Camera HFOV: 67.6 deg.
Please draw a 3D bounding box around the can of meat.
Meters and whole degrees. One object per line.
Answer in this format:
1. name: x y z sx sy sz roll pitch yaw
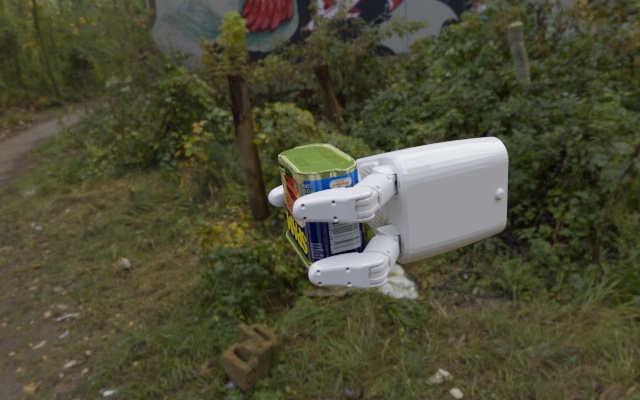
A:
1. can of meat: 0.000 0.001 0.420 0.057 0.084 0.102 -12 21 -14
